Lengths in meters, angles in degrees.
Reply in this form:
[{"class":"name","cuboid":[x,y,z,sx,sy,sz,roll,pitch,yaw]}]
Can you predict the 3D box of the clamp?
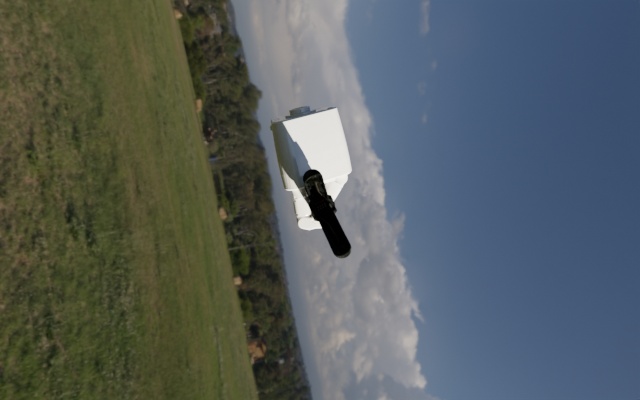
[{"class":"clamp","cuboid":[0.001,0.002,0.667,0.039,0.120,0.171,-18,15,-6]}]
